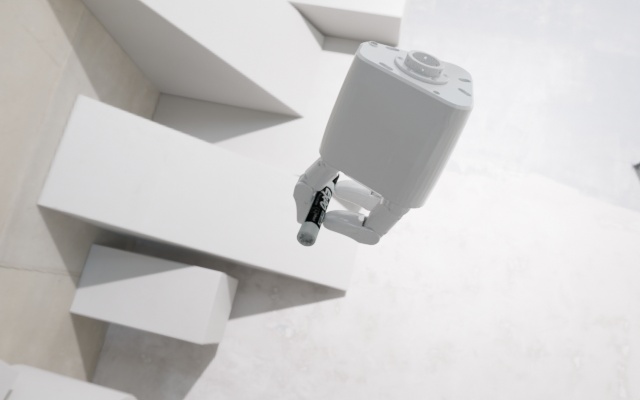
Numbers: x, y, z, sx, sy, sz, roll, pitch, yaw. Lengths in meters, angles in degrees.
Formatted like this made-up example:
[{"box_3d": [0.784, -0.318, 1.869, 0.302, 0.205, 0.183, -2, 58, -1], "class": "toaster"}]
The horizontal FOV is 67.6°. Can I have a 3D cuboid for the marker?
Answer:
[{"box_3d": [0.000, 0.002, 0.490, 0.020, 0.020, 0.121, 0, 35, 16], "class": "marker"}]
